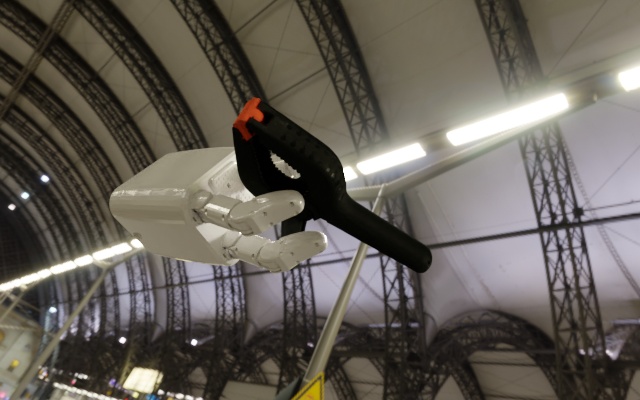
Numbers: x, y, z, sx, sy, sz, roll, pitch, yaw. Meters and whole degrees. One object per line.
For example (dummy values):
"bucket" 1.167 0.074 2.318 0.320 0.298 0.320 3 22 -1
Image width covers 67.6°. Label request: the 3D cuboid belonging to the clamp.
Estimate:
"clamp" 0.000 0.000 0.414 0.164 0.036 0.210 0 -41 28
